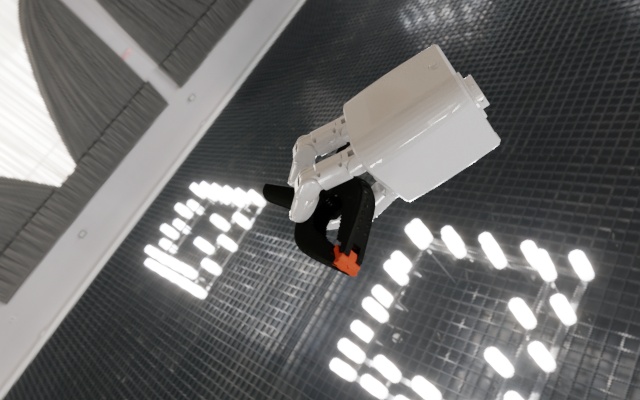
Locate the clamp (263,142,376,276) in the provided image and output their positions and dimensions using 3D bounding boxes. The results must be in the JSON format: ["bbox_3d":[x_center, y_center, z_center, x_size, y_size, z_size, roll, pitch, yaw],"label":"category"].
[{"bbox_3d":[0.001,0.002,0.503,0.164,0.209,0.036,-36,-55,23],"label":"clamp"}]
